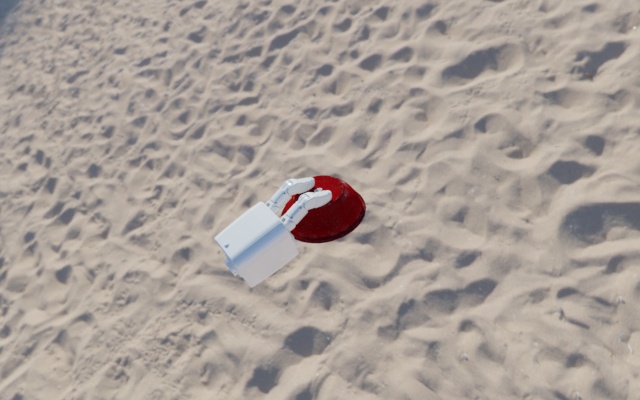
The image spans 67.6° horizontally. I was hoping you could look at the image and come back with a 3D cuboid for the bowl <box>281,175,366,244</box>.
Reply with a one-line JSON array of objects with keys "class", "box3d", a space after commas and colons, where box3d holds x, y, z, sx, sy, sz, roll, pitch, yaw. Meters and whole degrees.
[{"class": "bowl", "box3d": [0.001, 0.002, 0.874, 0.162, 0.055, 0.162, -8, 39, 6]}]
